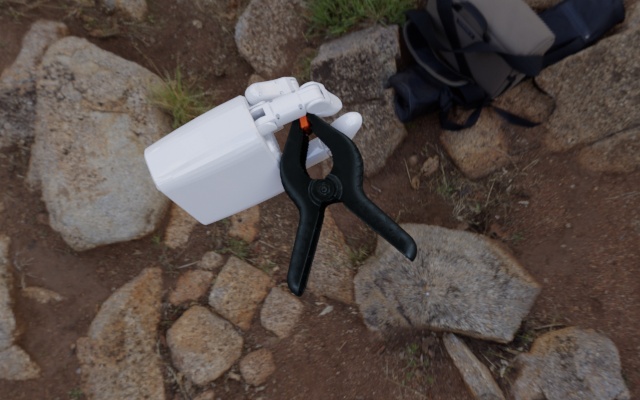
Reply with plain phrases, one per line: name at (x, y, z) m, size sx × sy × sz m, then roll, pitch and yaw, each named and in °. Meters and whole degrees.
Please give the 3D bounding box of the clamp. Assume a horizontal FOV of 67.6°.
clamp at (0.000, 0.001, 0.442) m, size 0.120 × 0.171 × 0.039 m, roll -26°, pitch -15°, yaw 1°
